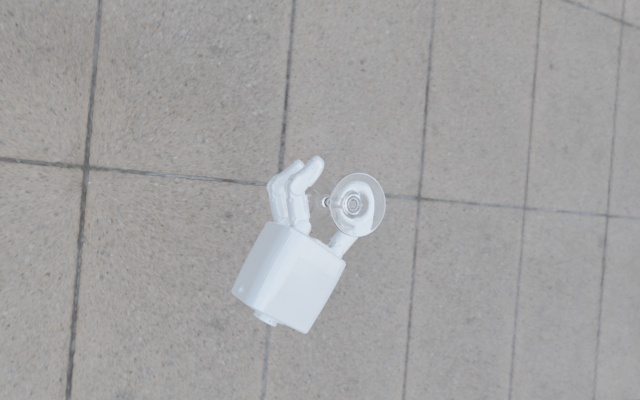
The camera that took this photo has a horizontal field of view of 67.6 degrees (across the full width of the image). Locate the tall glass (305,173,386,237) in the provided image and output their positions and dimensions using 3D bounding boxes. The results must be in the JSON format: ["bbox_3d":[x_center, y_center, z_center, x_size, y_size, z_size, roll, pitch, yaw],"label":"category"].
[{"bbox_3d":[0.001,0.002,0.635,0.079,0.079,0.201,0,2,-26],"label":"tall glass"}]
